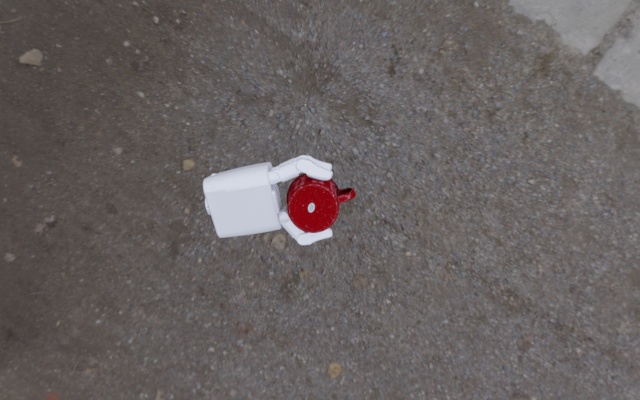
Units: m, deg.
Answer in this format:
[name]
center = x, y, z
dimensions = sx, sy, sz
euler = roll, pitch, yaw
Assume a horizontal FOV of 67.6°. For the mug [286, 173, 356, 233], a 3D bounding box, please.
[mug]
center = 0.002, 0.002, 0.777
dimensions = 0.117, 0.093, 0.081
euler = -12, 11, 2
